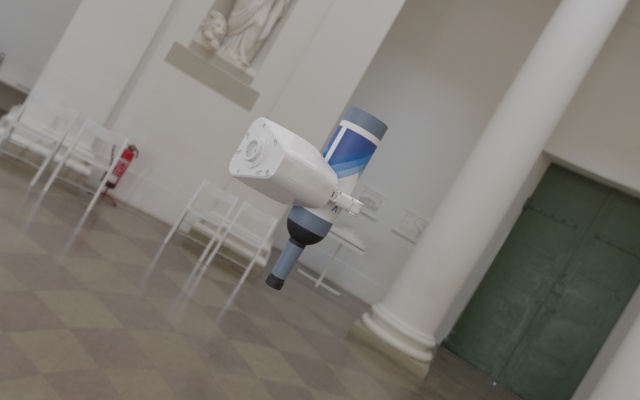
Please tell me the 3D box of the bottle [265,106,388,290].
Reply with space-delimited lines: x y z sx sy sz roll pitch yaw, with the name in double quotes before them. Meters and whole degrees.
"bottle" 0.000 0.002 0.723 0.069 0.296 0.069 30 2 -1
